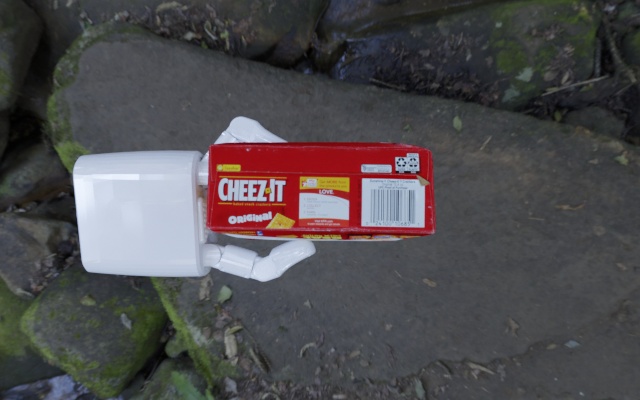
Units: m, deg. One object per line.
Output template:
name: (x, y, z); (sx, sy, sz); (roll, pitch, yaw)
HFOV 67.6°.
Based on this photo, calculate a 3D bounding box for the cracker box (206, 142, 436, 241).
cracker box: (0.000, 0.002, 0.441); (0.164, 0.072, 0.214); (1, -6, 0)
